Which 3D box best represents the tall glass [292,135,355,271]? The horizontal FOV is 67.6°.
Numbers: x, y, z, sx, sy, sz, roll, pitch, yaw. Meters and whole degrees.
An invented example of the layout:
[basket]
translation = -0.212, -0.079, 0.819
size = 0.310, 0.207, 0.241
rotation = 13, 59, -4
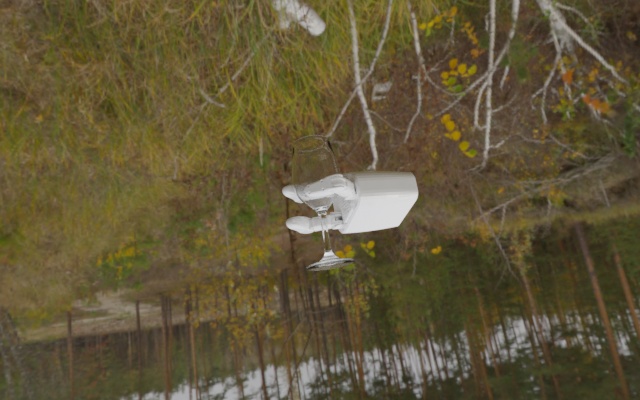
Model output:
[tall glass]
translation = 0.000, 0.003, 0.739
size = 0.079, 0.201, 0.079
rotation = -9, -16, -3
